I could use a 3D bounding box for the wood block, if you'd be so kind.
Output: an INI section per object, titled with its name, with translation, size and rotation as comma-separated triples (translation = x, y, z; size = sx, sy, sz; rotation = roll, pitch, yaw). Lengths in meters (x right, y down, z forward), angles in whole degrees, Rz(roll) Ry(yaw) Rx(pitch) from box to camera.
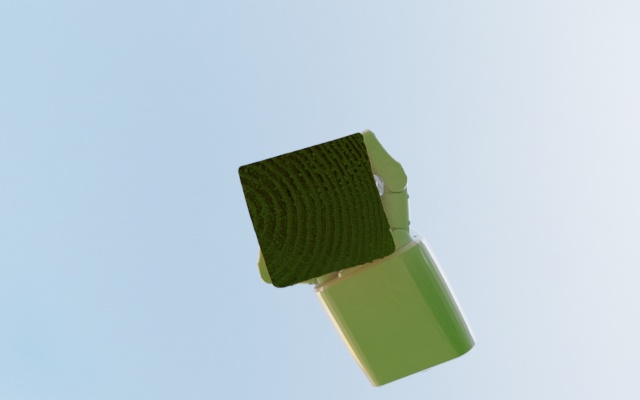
[wood block]
translation = 0.000, 0.002, 0.425
size = 0.091, 0.090, 0.206
rotation = -17, 2, 2
